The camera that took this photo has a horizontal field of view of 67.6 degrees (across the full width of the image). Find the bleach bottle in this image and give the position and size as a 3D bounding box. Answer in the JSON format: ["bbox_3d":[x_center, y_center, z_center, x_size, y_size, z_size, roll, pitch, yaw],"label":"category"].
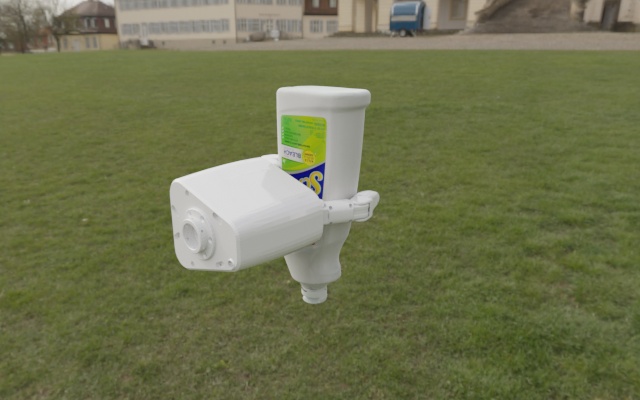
[{"bbox_3d":[0.000,0.002,0.541,0.102,0.251,0.068,15,23,38],"label":"bleach bottle"}]
